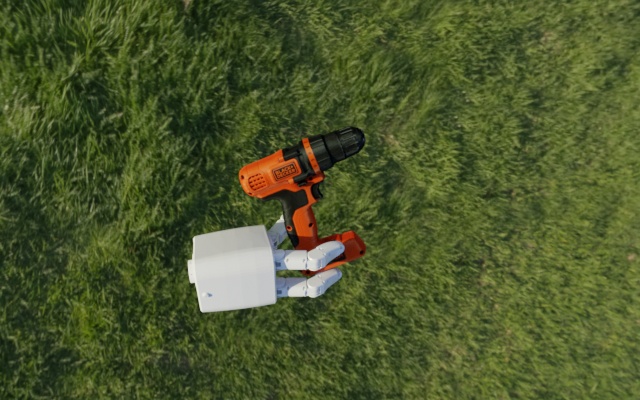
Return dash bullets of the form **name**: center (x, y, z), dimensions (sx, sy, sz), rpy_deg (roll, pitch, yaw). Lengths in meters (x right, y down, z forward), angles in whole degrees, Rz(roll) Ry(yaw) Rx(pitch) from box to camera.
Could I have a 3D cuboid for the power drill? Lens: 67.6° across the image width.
- **power drill**: center (0.000, 0.003, 0.688), dimensions (0.184, 0.188, 0.057), rpy_deg (-21, 16, 6)
